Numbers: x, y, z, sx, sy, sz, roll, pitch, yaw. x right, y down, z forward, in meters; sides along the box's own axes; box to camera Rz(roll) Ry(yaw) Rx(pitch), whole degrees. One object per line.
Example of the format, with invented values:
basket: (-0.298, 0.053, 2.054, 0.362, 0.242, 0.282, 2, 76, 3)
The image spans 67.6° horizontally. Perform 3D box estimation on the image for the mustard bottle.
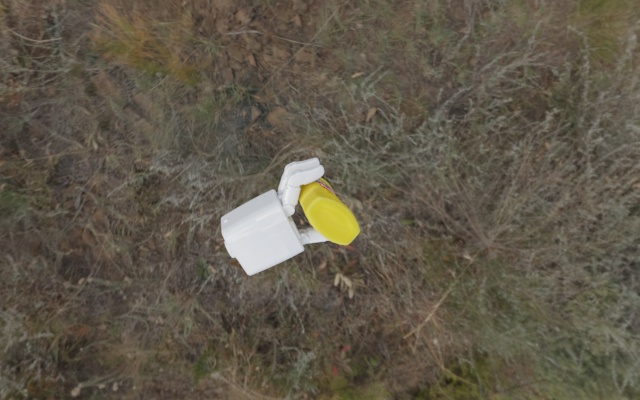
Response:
mustard bottle: (0.000, 0.002, 0.801, 0.096, 0.058, 0.191, 38, 7, -21)
